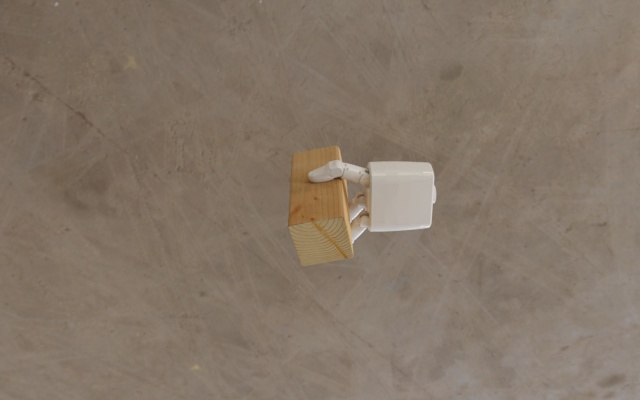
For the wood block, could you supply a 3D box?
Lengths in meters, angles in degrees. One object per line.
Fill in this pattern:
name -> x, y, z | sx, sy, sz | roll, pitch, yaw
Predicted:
wood block -> 0.000, 0.002, 0.826 | 0.090, 0.091, 0.206 | -10, 37, 6
